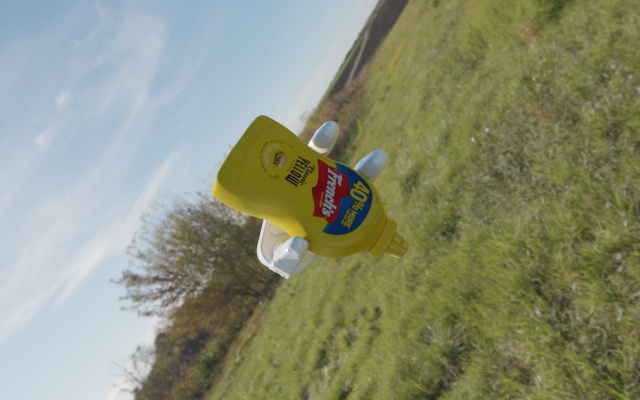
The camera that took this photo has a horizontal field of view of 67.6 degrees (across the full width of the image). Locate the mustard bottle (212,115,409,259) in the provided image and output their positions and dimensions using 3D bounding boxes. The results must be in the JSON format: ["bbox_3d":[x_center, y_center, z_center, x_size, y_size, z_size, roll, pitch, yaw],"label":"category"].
[{"bbox_3d":[0.000,0.001,0.462,0.191,0.096,0.058,31,-36,-5],"label":"mustard bottle"}]
